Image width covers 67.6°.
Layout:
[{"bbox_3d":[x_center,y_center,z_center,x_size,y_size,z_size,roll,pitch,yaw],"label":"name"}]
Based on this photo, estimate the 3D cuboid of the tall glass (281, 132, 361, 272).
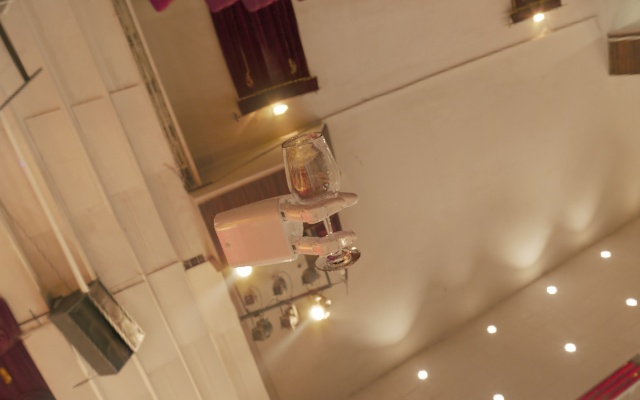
[{"bbox_3d":[0.000,0.003,0.717,0.079,0.201,0.079,-15,20,5],"label":"tall glass"}]
